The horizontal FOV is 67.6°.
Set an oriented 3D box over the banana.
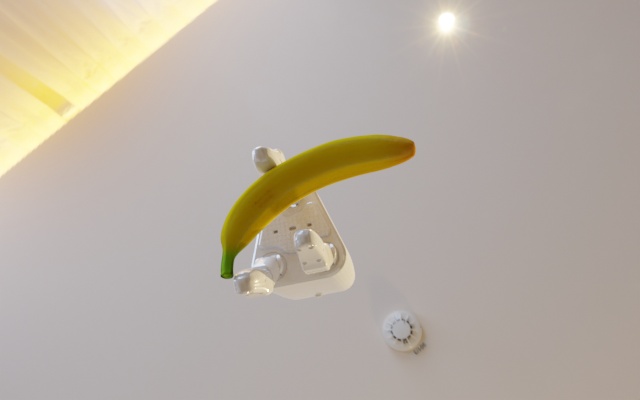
[{"bbox_3d":[-0.013,-0.010,0.419,0.198,0.069,0.037,-35,-24,-4],"label":"banana"}]
